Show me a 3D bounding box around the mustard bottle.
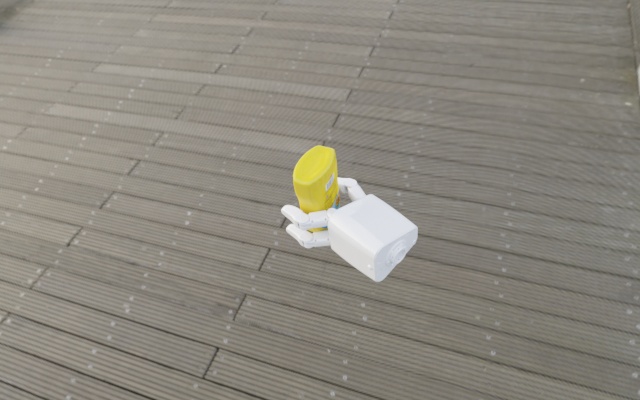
[{"bbox_3d":[0.000,0.002,0.845,0.058,0.096,0.192,15,-38,21],"label":"mustard bottle"}]
